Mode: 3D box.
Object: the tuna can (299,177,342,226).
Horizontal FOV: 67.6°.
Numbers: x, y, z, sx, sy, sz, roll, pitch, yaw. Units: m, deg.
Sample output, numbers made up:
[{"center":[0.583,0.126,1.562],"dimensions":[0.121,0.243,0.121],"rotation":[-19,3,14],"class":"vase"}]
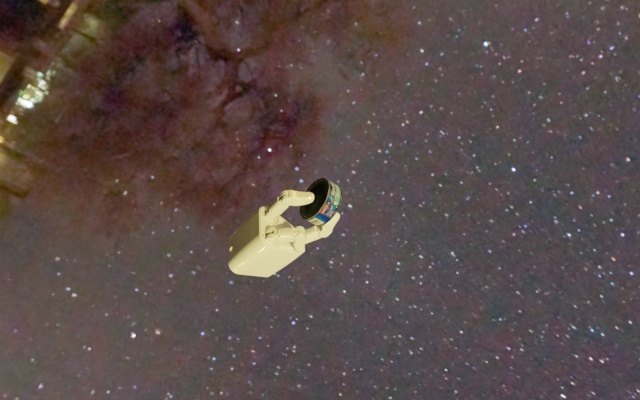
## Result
[{"center":[0.001,0.003,0.881],"dimensions":[0.034,0.086,0.086],"rotation":[29,-15,-29],"class":"tuna can"}]
